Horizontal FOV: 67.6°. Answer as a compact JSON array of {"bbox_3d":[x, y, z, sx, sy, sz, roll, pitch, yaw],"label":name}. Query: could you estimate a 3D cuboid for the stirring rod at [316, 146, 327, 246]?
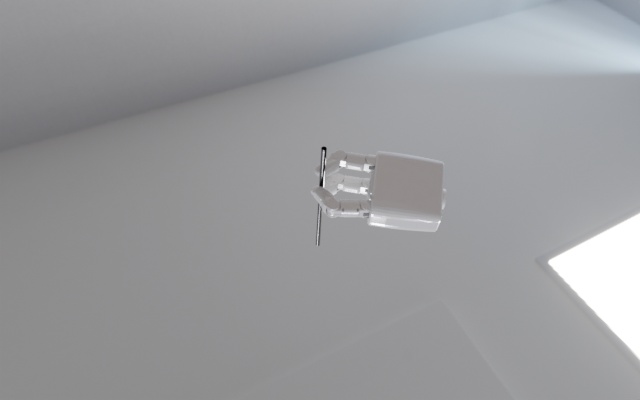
[{"bbox_3d":[0.000,0.003,0.775,0.011,0.011,0.240,0,-40,-3],"label":"stirring rod"}]
